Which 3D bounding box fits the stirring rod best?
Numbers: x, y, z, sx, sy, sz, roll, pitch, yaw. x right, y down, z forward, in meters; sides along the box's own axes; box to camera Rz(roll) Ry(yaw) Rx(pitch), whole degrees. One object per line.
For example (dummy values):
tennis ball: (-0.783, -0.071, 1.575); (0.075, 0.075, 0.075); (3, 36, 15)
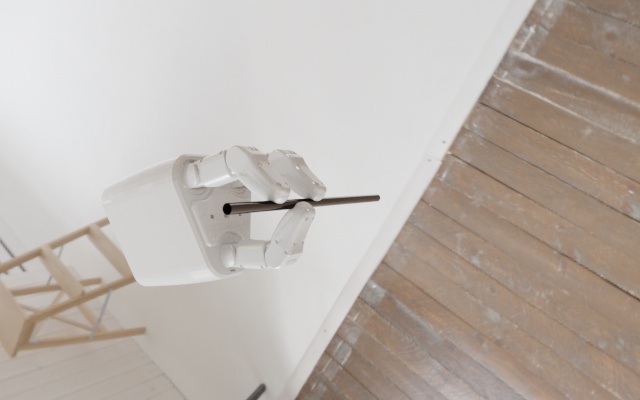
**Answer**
stirring rod: (0.000, 0.001, 0.417); (0.011, 0.011, 0.239); (0, 2, 31)
